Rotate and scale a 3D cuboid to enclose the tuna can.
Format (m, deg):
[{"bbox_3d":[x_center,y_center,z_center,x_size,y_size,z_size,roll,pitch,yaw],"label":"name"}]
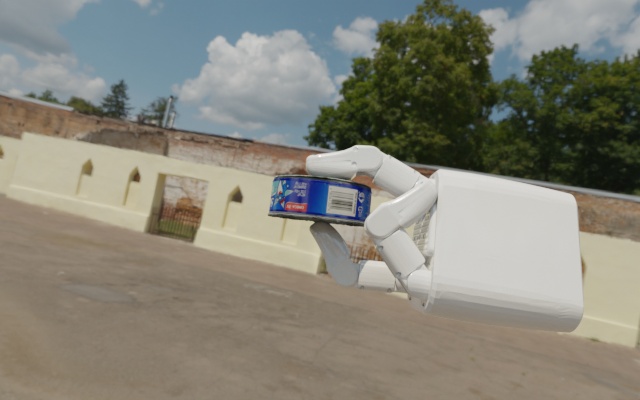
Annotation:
[{"bbox_3d":[0.000,0.001,0.404,0.086,0.034,0.086,6,-4,0],"label":"tuna can"}]
